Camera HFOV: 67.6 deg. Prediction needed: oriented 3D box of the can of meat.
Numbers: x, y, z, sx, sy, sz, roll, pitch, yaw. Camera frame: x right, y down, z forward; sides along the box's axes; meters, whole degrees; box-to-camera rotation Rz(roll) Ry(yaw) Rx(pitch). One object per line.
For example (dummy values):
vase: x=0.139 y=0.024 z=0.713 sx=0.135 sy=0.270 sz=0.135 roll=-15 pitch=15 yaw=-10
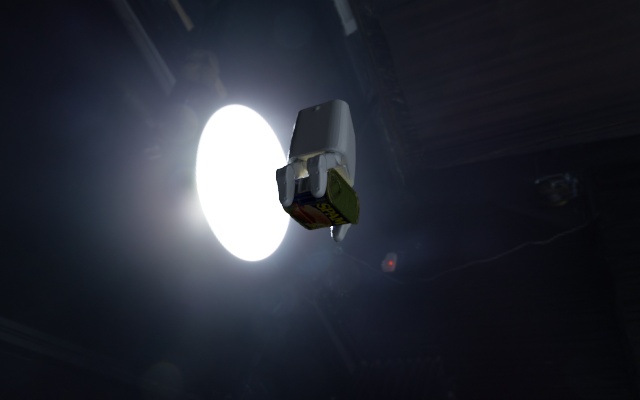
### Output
can of meat: x=0.000 y=0.003 z=0.723 sx=0.084 sy=0.057 sz=0.102 roll=-11 pitch=-33 yaw=27
